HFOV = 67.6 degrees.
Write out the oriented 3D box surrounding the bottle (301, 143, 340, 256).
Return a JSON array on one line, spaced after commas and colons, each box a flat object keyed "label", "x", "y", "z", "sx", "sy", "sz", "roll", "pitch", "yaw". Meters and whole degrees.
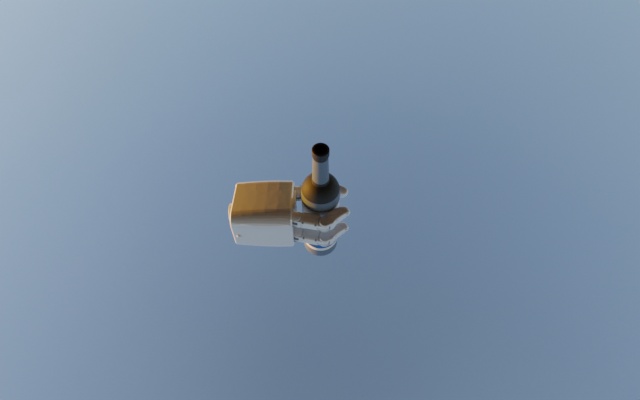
[{"label": "bottle", "x": 0.000, "y": 0.003, "z": 0.842, "sx": 0.069, "sy": 0.069, "sz": 0.296, "roll": 0, "pitch": -33, "yaw": 0}]
